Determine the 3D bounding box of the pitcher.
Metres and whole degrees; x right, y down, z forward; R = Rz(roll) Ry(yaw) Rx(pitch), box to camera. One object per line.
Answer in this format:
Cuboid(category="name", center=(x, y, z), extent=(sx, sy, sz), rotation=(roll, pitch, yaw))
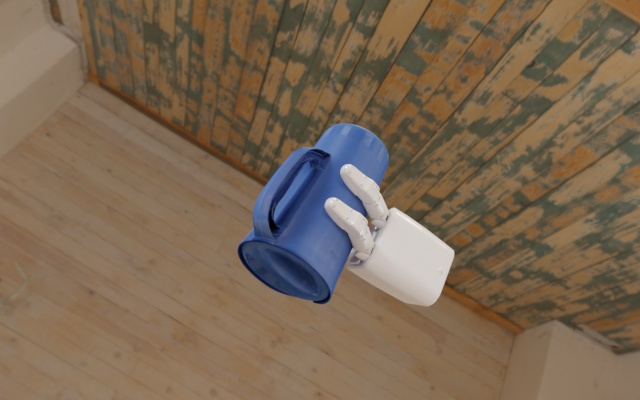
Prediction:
Cuboid(category="pitcher", center=(0.000, 0.002, 0.648), extent=(0.145, 0.242, 0.149), rotation=(34, -32, -5))
